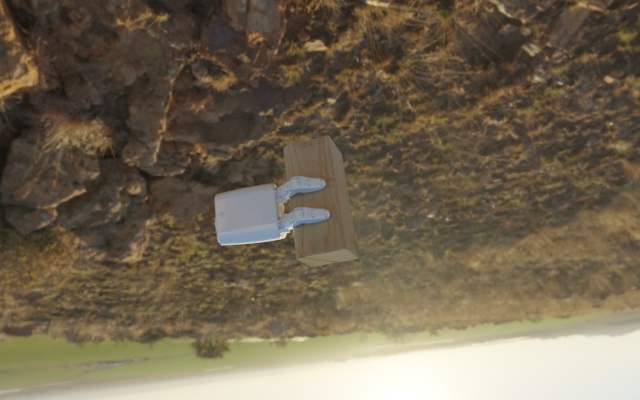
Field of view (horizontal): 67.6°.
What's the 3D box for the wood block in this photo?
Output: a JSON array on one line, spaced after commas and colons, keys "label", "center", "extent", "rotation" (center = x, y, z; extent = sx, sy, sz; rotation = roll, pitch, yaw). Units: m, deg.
[{"label": "wood block", "center": [0.000, 0.003, 0.848], "extent": [0.090, 0.206, 0.091], "rotation": [-13, -20, 13]}]
